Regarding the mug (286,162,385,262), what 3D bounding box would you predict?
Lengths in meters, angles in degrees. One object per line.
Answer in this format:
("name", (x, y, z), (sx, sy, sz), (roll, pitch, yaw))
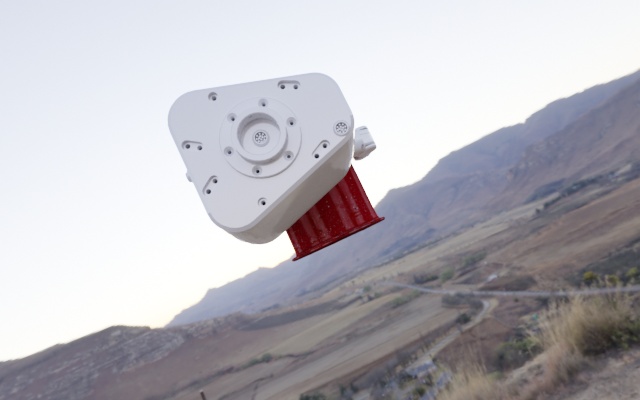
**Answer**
("mug", (0.000, 0.001, 0.452), (0.093, 0.081, 0.117), (-25, -6, -3))
